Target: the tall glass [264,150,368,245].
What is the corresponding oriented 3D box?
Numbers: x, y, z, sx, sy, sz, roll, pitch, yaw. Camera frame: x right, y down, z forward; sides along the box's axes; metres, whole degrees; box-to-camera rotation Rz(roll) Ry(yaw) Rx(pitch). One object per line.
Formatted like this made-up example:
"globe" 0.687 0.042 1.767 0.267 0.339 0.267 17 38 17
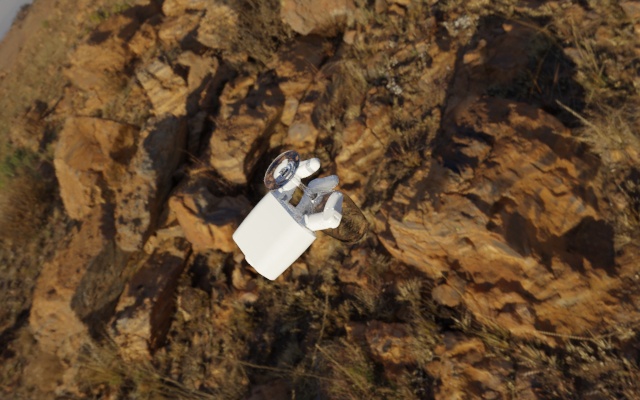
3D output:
"tall glass" 0.000 0.002 0.807 0.079 0.079 0.201 0 -30 46
